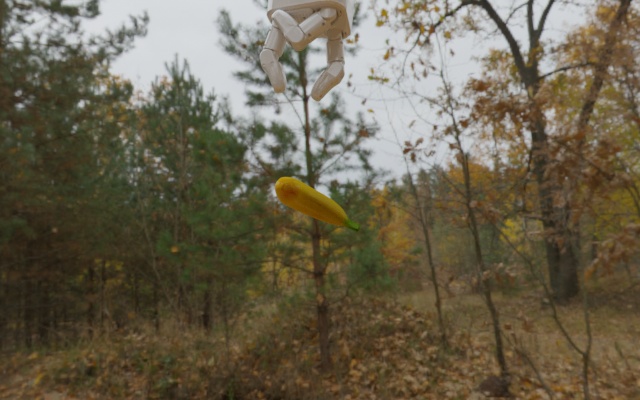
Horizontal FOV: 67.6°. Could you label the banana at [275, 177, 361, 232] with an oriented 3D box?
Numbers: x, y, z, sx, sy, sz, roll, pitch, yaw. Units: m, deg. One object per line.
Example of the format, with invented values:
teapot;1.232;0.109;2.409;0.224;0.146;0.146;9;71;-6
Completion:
banana;-0.013;0.000;0.645;0.069;0.037;0.198;12;-8;34
